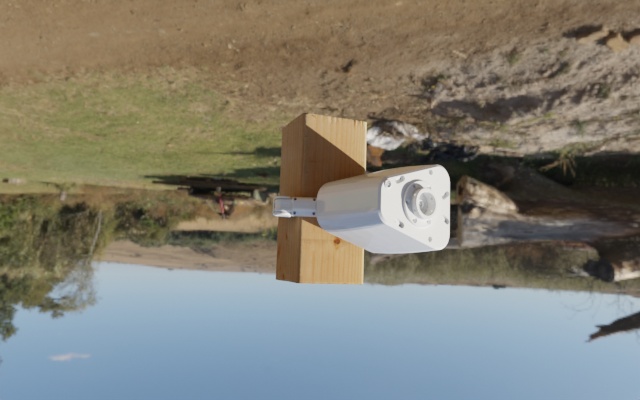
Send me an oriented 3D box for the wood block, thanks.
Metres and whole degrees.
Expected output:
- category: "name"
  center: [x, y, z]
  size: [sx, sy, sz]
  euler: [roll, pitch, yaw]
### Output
- category: "wood block"
  center: [0.000, 0.002, 0.622]
  size: [0.091, 0.206, 0.090]
  euler: [5, -7, -22]
